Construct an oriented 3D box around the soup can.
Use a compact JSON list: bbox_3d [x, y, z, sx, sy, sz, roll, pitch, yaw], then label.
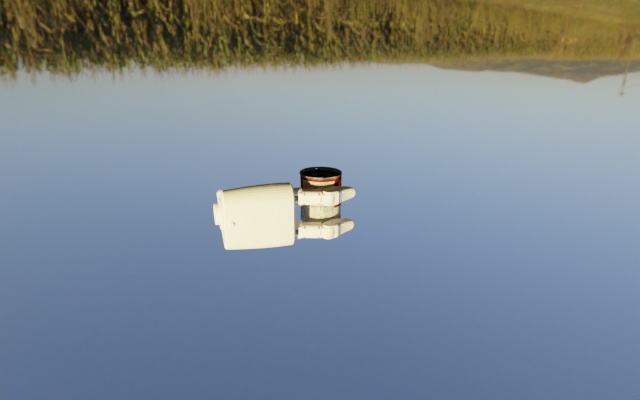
[{"bbox_3d":[0.001,0.003,0.776,0.068,0.102,0.068,0,19,0],"label":"soup can"}]
